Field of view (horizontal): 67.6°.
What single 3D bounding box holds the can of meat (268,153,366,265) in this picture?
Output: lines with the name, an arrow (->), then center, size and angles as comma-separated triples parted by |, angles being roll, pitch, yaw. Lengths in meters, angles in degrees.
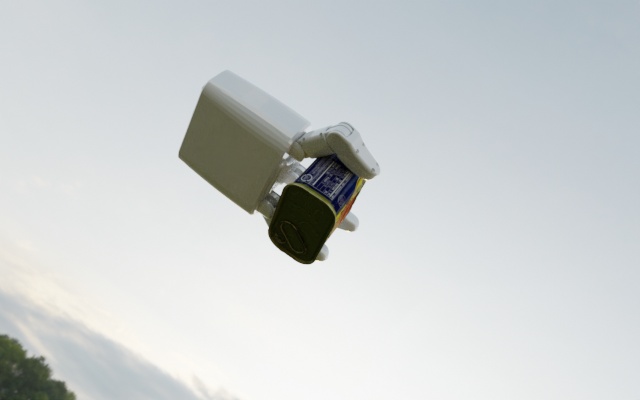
can of meat -> 0.000, 0.001, 0.476 | 0.057, 0.102, 0.084 | 34, 49, 8
